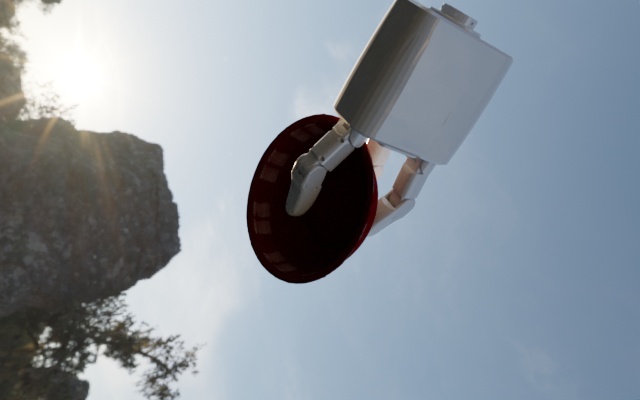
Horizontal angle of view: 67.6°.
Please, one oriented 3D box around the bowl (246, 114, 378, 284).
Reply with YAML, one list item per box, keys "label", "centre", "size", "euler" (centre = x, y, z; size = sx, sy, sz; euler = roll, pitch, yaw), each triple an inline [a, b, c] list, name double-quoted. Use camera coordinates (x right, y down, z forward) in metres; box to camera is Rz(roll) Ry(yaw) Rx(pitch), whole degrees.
- label: "bowl"
  centre: [-0.001, 0.002, 0.465]
  size: [0.162, 0.162, 0.055]
  euler: [0, -12, 42]
